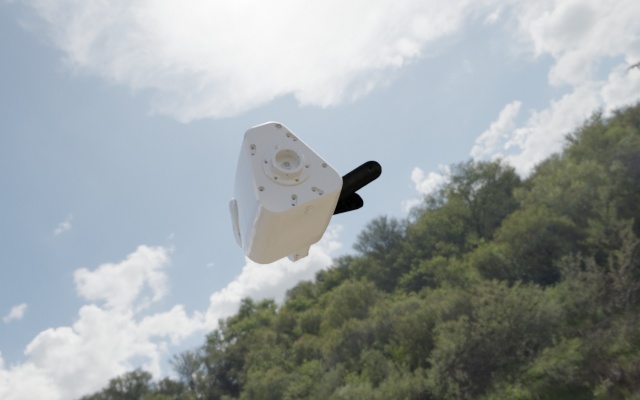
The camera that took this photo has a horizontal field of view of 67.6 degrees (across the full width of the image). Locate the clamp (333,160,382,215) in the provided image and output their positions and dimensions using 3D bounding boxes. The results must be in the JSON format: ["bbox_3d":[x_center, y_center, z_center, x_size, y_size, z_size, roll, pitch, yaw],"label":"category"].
[{"bbox_3d":[0.000,0.002,0.606,0.171,0.039,0.120,-22,-24,-25],"label":"clamp"}]
